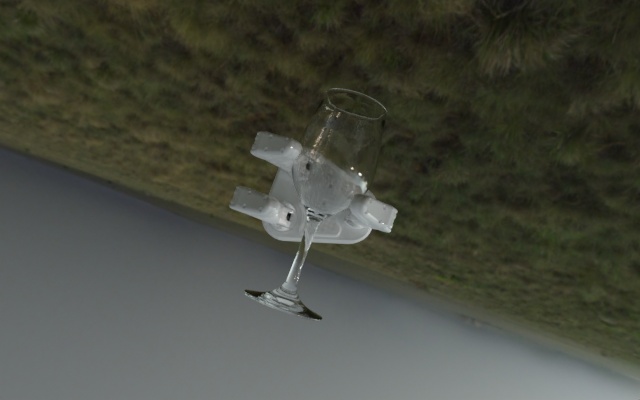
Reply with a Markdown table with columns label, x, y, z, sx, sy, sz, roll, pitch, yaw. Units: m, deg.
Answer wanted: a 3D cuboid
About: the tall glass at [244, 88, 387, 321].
| label | x | y | z | sx | sy | sz | roll | pitch | yaw |
| --- | --- | --- | --- | --- | --- | --- | --- | --- | --- |
| tall glass | 0.000 | 0.002 | 0.439 | 0.079 | 0.201 | 0.079 | 20 | -6 | 2 |
